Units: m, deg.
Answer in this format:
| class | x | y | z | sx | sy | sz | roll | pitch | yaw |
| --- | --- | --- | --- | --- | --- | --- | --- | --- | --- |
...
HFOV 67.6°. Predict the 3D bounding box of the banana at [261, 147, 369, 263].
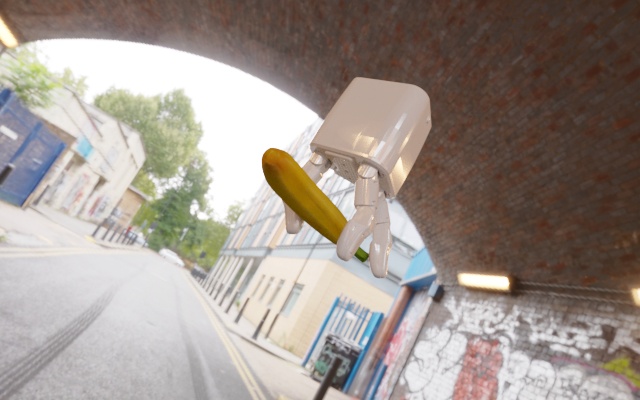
| class | x | y | z | sx | sy | sz | roll | pitch | yaw |
| --- | --- | --- | --- | --- | --- | --- | --- | --- | --- |
| banana | -0.011 | -0.002 | 0.498 | 0.069 | 0.037 | 0.198 | 22 | -16 | 44 |
